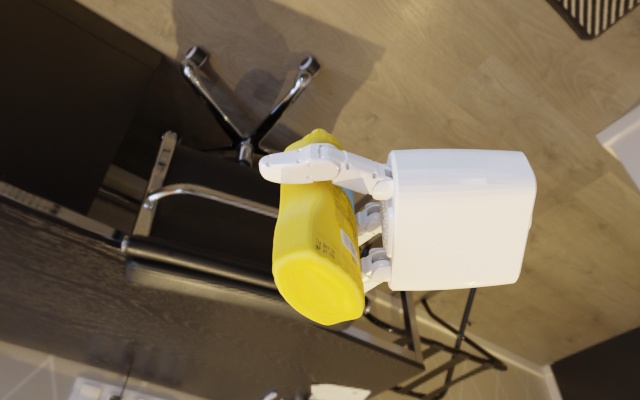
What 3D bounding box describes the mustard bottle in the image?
[{"bbox_3d":[0.000,0.002,0.413,0.058,0.191,0.096,-19,-48,18],"label":"mustard bottle"}]
